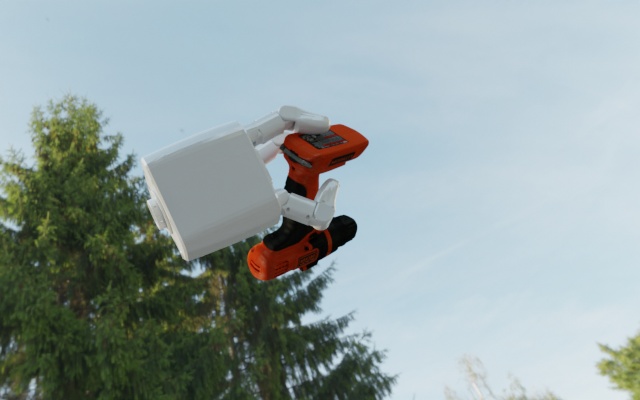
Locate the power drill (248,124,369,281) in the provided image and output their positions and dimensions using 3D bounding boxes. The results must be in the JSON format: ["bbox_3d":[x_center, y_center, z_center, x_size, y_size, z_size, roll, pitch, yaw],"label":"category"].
[{"bbox_3d":[0.000,0.002,0.598,0.057,0.188,0.184,34,36,30],"label":"power drill"}]
